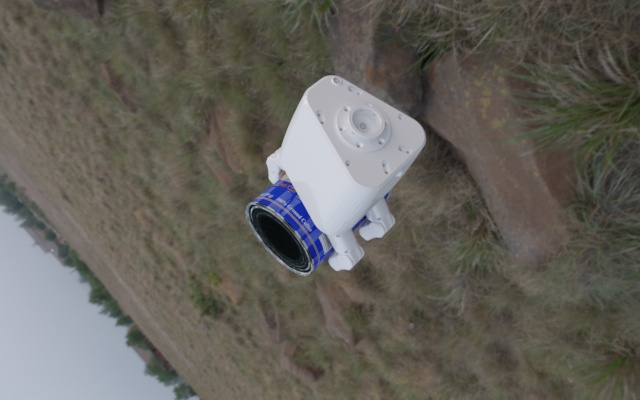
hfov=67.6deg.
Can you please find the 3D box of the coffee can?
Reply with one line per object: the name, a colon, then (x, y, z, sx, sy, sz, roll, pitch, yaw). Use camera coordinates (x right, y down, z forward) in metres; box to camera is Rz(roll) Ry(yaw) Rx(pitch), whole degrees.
coffee can: (0.000, 0.002, 0.549, 0.140, 0.103, 0.103, -42, 22, -26)
